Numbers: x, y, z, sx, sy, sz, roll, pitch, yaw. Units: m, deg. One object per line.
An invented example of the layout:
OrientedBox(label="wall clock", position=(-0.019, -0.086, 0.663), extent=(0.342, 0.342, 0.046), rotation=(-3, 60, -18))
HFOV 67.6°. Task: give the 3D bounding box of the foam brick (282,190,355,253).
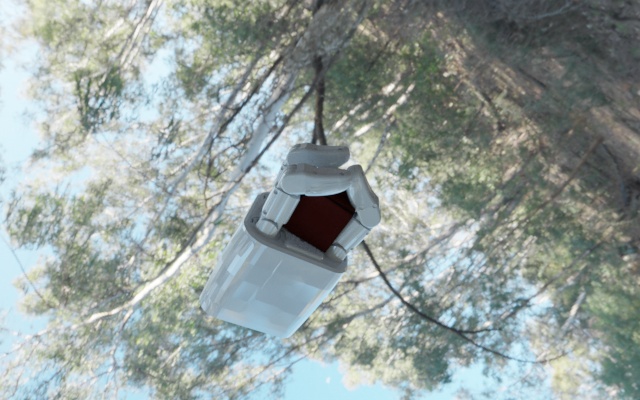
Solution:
OrientedBox(label="foam brick", position=(0.000, 0.001, 0.468), extent=(0.053, 0.051, 0.078), rotation=(32, 23, -8))
